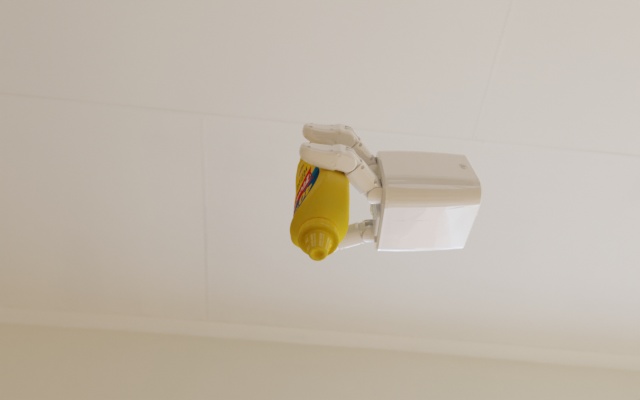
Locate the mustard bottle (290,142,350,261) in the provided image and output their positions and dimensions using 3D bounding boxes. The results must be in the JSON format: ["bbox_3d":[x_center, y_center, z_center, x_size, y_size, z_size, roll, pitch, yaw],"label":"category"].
[{"bbox_3d":[0.000,0.002,0.530,0.058,0.096,0.191,21,29,-12],"label":"mustard bottle"}]
